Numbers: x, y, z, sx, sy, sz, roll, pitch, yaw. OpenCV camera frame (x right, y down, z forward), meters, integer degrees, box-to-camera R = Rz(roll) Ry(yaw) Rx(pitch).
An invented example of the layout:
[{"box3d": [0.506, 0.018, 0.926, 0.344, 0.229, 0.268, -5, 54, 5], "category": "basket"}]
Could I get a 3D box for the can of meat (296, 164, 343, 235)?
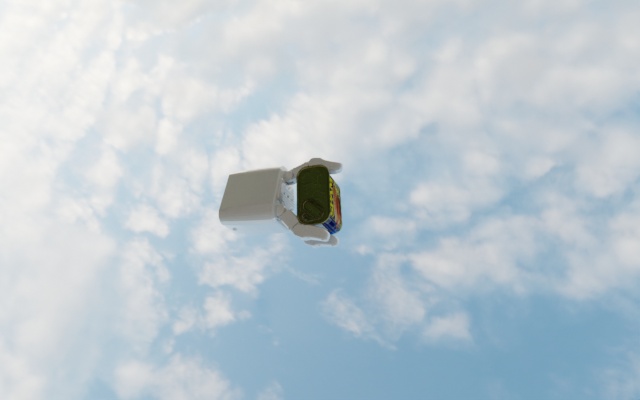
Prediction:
[{"box3d": [0.000, 0.003, 0.808, 0.057, 0.102, 0.084, -8, -20, 16], "category": "can of meat"}]
